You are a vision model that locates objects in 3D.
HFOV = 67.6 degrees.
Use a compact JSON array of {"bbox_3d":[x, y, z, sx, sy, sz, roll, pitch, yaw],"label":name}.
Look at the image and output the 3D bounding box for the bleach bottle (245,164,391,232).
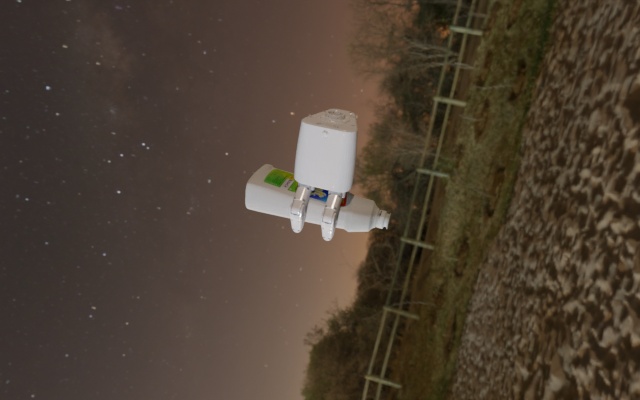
[{"bbox_3d":[0.000,0.003,0.845,0.251,0.068,0.102,14,28,12],"label":"bleach bottle"}]
